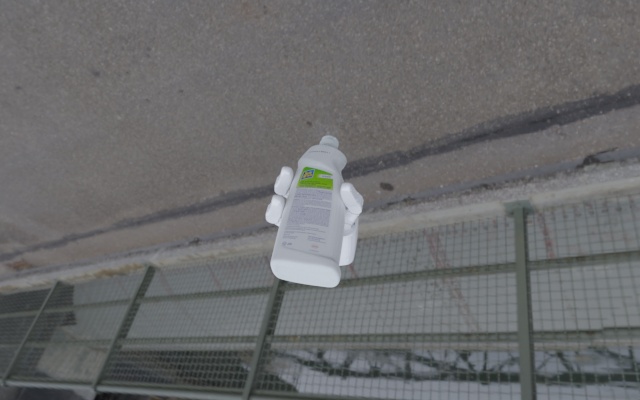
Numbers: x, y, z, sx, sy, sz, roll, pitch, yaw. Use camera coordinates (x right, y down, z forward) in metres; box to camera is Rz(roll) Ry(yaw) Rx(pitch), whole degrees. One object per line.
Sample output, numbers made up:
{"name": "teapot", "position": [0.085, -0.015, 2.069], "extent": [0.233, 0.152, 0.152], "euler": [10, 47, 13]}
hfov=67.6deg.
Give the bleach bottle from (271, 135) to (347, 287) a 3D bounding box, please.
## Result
{"name": "bleach bottle", "position": [0.000, 0.002, 0.732], "extent": [0.102, 0.250, 0.068], "euler": [7, -34, 9]}
